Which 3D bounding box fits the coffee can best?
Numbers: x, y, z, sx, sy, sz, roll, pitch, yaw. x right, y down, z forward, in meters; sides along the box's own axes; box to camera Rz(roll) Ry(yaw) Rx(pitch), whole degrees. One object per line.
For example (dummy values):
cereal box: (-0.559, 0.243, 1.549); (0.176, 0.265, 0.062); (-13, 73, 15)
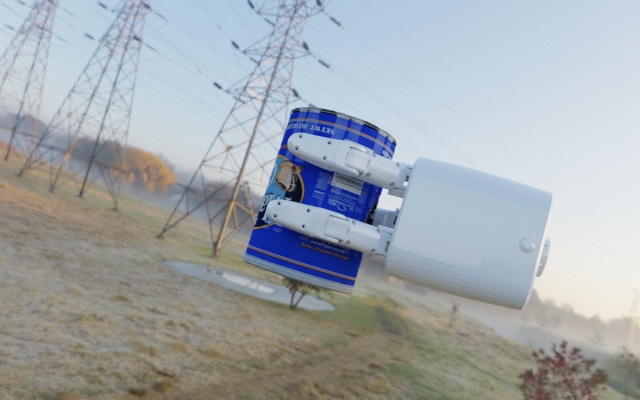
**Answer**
coffee can: (0.000, 0.002, 0.431); (0.103, 0.140, 0.103); (17, -6, 2)
